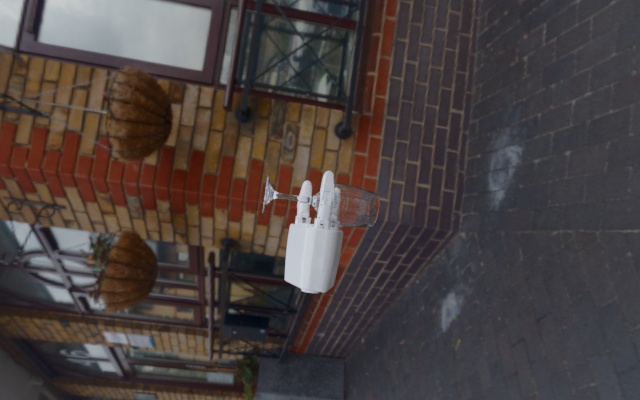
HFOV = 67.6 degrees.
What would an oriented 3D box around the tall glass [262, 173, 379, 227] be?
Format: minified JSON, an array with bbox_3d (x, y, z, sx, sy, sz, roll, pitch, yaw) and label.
[{"bbox_3d":[-0.001,0.003,0.851,0.201,0.079,0.079,8,-1,-7],"label":"tall glass"}]
